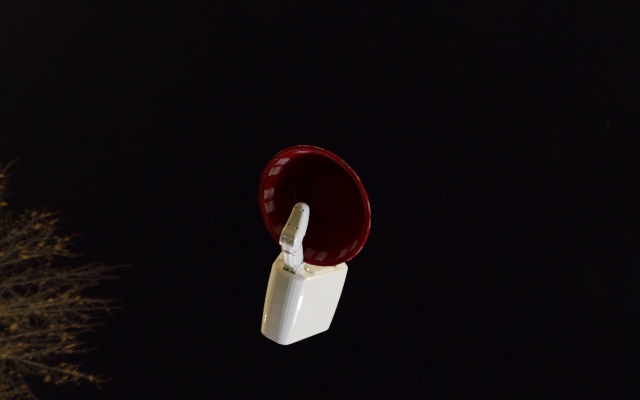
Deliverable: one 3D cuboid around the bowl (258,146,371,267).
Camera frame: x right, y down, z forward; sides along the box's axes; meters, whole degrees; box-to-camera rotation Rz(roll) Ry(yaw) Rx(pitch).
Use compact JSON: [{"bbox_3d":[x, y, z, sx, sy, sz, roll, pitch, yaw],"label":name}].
[{"bbox_3d":[0.001,0.001,0.621,0.162,0.162,0.055,0,19,30],"label":"bowl"}]
